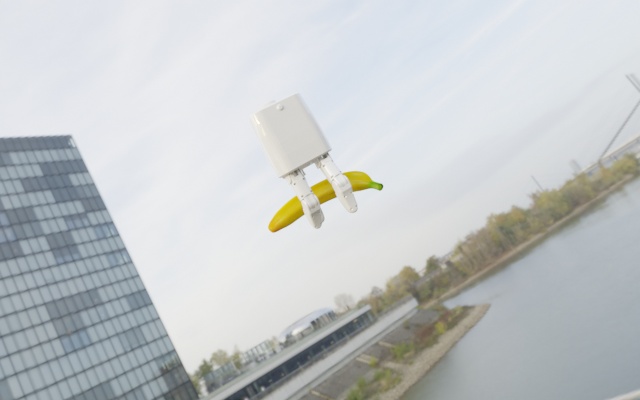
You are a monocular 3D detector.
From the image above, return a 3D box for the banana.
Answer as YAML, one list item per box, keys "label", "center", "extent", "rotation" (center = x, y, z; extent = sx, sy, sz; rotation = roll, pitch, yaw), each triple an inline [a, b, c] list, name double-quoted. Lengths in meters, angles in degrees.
- label: "banana"
  center: [0.002, -0.006, 0.788]
  extent: [0.198, 0.037, 0.069]
  rotation: [-23, 23, 4]
